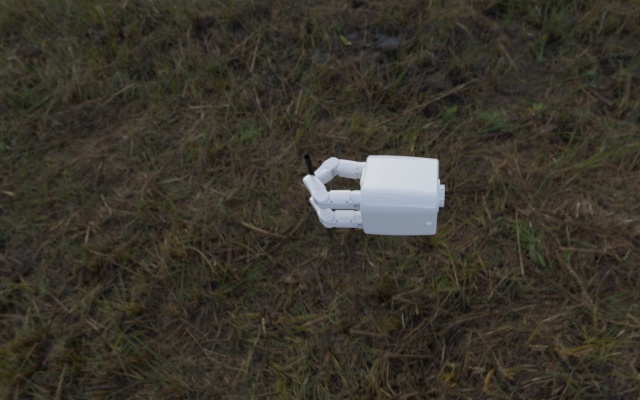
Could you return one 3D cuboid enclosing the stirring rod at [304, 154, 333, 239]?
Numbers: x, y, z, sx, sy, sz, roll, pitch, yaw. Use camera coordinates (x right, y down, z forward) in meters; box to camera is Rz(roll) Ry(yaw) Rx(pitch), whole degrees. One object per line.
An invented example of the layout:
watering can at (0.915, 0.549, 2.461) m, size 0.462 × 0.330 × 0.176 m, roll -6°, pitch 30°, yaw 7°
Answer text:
stirring rod at (0.000, 0.003, 0.773) m, size 0.011 × 0.011 × 0.240 m, roll 0°, pitch -32°, yaw 11°
